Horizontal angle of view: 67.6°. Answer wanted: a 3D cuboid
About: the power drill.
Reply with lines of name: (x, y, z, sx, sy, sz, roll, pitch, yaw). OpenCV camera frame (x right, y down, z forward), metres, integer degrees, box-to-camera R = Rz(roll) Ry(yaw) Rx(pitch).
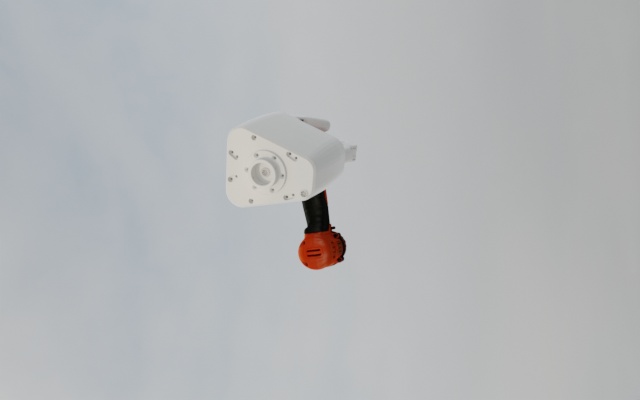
power drill: (0.000, 0.002, 0.687, 0.057, 0.187, 0.184, -10, -3, 8)
